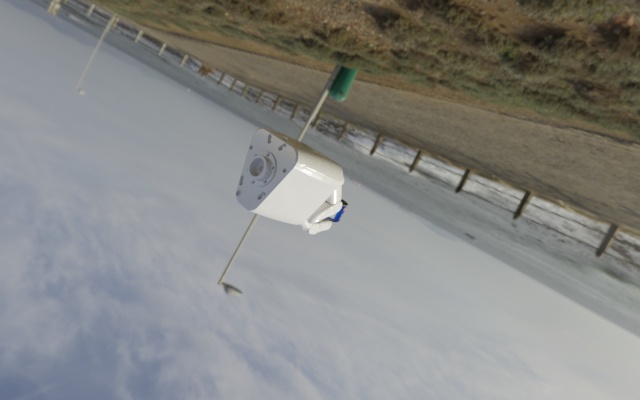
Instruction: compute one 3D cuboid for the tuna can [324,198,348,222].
[{"bbox_3d":[0.000,0.003,0.786,0.086,0.034,0.086,25,8,-4],"label":"tuna can"}]
